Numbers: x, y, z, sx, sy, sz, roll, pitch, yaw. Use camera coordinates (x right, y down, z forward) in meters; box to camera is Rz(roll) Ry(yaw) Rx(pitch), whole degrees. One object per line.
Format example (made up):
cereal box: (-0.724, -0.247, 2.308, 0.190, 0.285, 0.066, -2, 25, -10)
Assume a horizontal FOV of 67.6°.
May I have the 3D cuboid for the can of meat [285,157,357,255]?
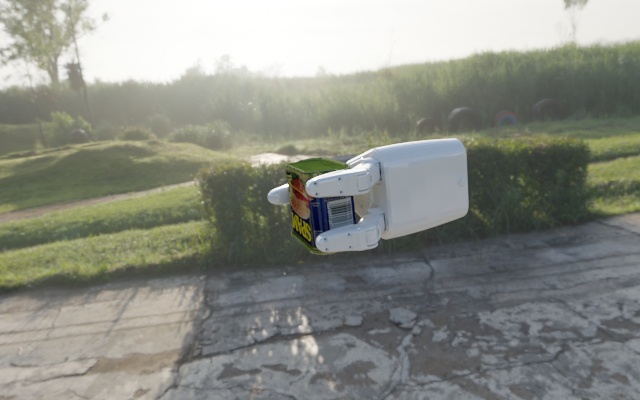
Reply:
can of meat: (0.000, 0.001, 0.513, 0.057, 0.084, 0.102, -11, 14, -17)
